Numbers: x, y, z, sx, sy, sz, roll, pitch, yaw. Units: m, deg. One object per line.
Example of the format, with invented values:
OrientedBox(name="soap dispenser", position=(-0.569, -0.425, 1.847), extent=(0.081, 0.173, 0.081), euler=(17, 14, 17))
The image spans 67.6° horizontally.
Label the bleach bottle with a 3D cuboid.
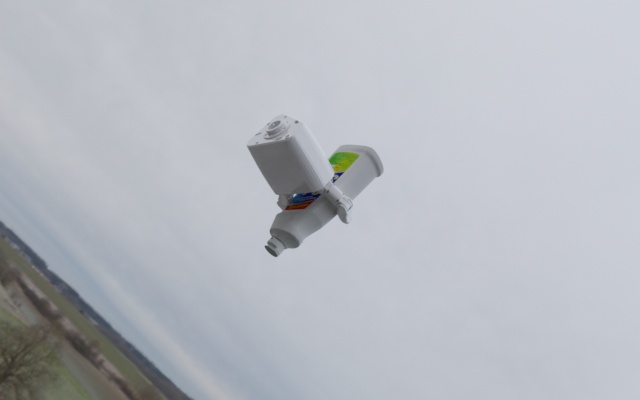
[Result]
OrientedBox(name="bleach bottle", position=(0.000, 0.003, 0.840), extent=(0.102, 0.068, 0.250), euler=(13, 51, 47))
